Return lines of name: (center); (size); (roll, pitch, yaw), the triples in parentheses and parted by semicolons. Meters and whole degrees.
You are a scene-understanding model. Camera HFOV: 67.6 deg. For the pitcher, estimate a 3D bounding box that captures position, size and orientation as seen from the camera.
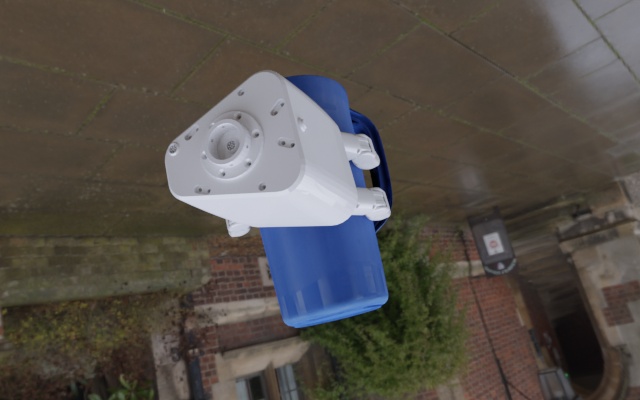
pitcher: (0.000, 0.002, 0.511); (0.149, 0.242, 0.145); (-18, -17, 14)
